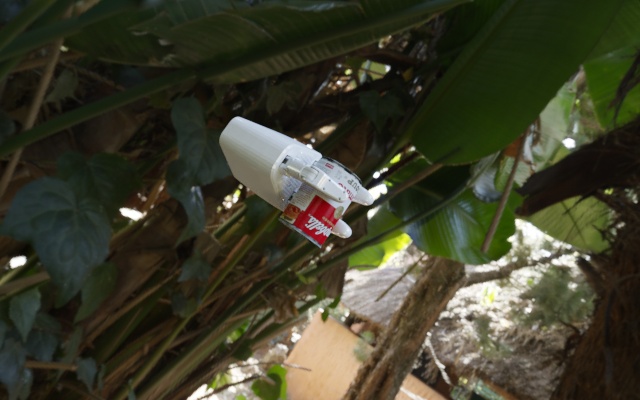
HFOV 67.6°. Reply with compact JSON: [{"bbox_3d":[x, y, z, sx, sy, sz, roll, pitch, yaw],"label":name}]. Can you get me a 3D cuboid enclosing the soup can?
[{"bbox_3d":[0.001,0.002,0.629,0.068,0.102,0.068,34,-7,5],"label":"soup can"}]
